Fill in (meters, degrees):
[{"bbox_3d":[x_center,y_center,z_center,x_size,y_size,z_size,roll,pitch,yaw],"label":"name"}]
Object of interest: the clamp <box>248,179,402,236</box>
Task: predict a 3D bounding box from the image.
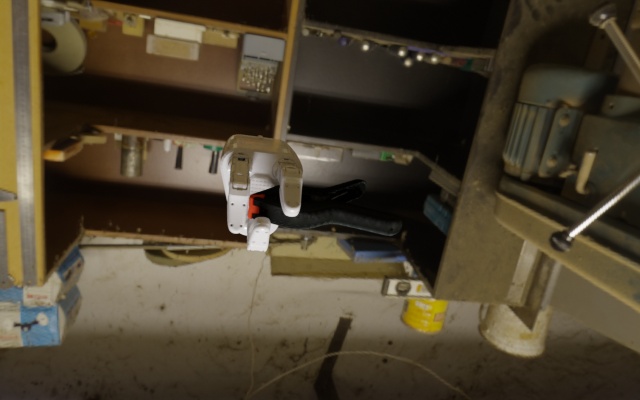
[{"bbox_3d":[0.000,0.002,0.565,0.171,0.039,0.120,6,19,-12],"label":"clamp"}]
